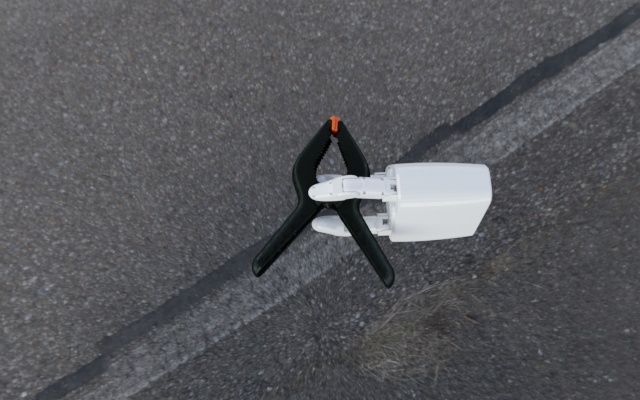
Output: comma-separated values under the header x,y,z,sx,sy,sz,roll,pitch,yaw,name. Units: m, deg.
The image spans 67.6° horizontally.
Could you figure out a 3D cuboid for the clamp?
x,y,z,sx,sy,sz,roll,pitch,yaw,name
0.000,0.001,0.572,0.164,0.210,0.036,-2,-15,2,clamp
